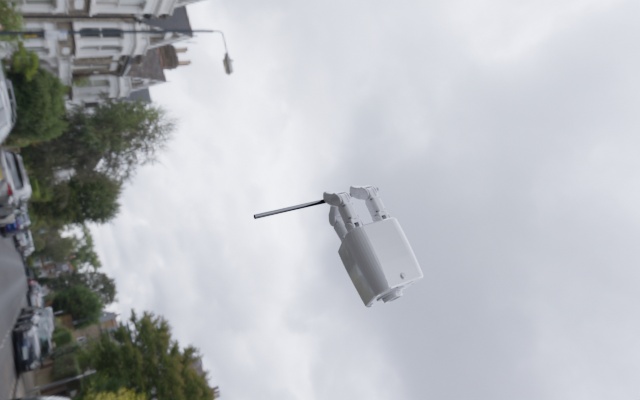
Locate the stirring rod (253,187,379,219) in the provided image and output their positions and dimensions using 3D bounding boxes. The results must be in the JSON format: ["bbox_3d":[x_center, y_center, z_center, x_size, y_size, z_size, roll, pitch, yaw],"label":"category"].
[{"bbox_3d":[0.000,0.003,0.792,0.239,0.011,0.011,-13,6,-30],"label":"stirring rod"}]
